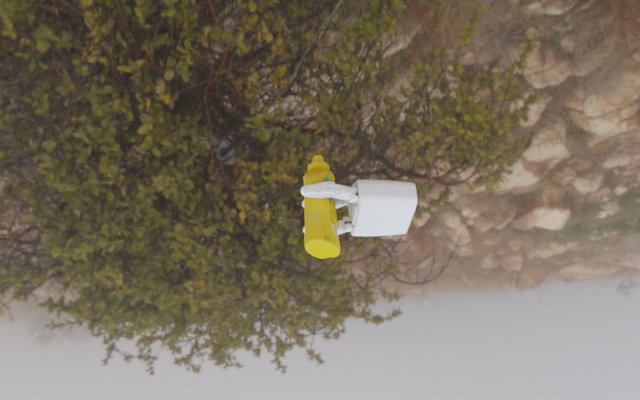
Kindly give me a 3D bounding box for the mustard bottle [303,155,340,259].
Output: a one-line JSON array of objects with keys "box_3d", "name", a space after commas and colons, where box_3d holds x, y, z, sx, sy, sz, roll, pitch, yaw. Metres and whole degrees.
[{"box_3d": [0.000, 0.003, 0.875, 0.058, 0.191, 0.096, -10, -26, 16], "name": "mustard bottle"}]
